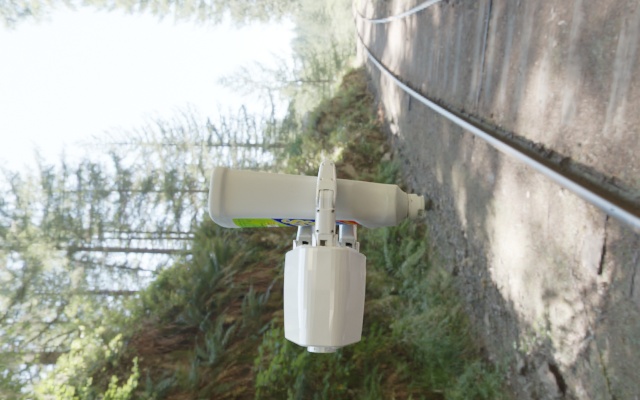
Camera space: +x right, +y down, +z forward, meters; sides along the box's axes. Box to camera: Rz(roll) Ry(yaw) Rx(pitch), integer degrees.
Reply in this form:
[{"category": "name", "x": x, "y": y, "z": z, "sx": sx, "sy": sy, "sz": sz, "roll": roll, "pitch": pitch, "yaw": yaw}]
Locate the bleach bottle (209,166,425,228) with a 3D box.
[{"category": "bleach bottle", "x": 0.000, "y": 0.002, "z": 0.583, "sx": 0.251, "sy": 0.068, "sz": 0.102, "roll": 2, "pitch": -11, "yaw": 2}]
